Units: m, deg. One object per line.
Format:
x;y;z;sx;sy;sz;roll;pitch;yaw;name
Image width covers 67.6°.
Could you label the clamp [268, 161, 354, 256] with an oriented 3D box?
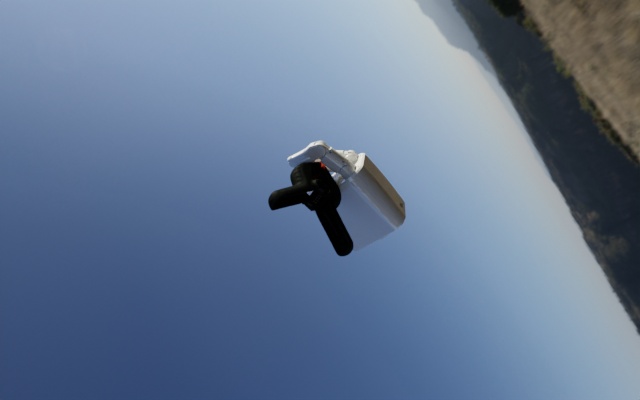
0.000;0.002;0.627;0.039;0.120;0.171;-41;12;25;clamp
